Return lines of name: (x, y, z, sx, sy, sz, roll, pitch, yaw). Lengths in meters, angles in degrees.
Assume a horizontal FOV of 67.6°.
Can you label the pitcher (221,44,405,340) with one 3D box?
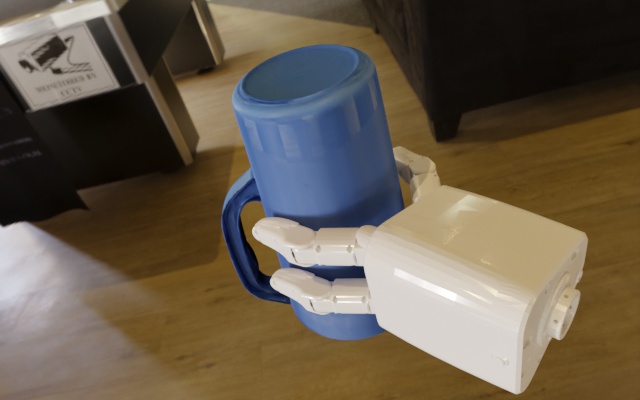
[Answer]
pitcher: (0.000, 0.001, 0.417, 0.145, 0.243, 0.149, 24, 53, 39)
